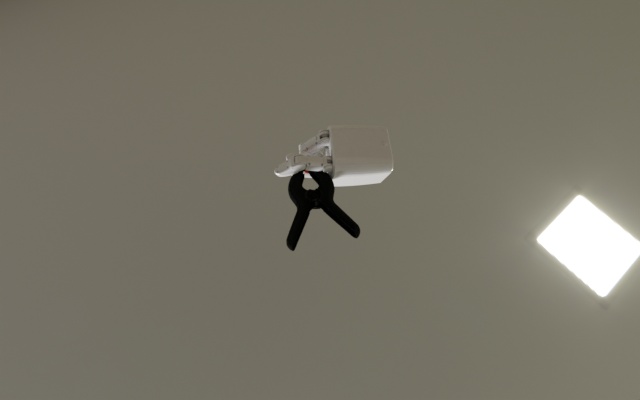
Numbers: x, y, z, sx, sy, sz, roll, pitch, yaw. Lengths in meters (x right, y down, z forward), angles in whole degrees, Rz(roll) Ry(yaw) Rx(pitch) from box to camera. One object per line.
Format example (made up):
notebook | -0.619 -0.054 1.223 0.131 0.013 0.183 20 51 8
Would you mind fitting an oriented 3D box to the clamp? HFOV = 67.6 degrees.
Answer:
clamp | 0.000 0.003 0.802 0.120 0.171 0.039 0 -28 -8
